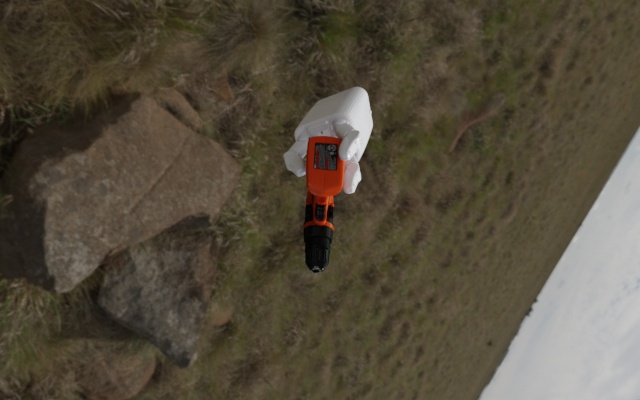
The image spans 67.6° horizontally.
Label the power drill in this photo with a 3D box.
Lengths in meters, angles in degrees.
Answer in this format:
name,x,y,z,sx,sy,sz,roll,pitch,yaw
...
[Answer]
name,x,y,z,sx,sy,sz,roll,pitch,yaw
power drill,0.000,0.002,0.769,0.057,0.184,0.188,3,-31,-4
